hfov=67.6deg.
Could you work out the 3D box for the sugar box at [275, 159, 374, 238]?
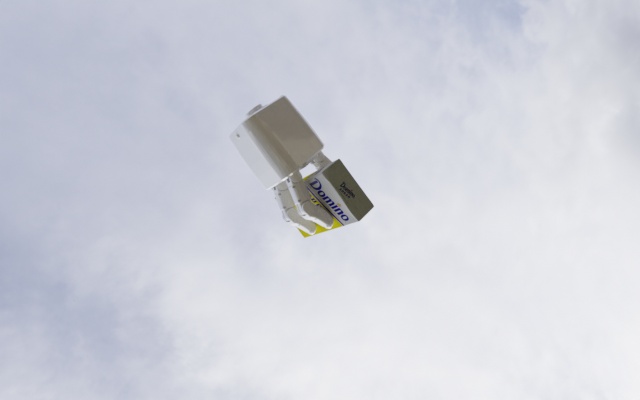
[{"bbox_3d":[0.000,0.003,0.767,0.048,0.093,0.176,-41,9,-28],"label":"sugar box"}]
